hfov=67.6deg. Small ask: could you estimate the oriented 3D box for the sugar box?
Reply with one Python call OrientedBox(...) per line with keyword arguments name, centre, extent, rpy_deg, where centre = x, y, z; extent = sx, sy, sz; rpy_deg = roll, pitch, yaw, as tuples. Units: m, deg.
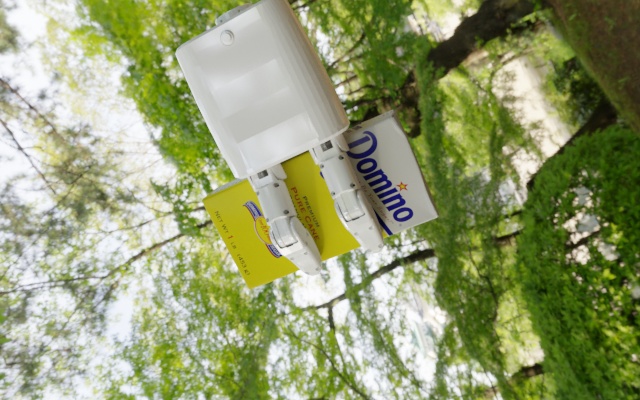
OrientedBox(name="sugar box", centre=(0.000, 0.001, 0.407), extent=(0.176, 0.093, 0.048), rpy_deg=(-23, 13, 15))
